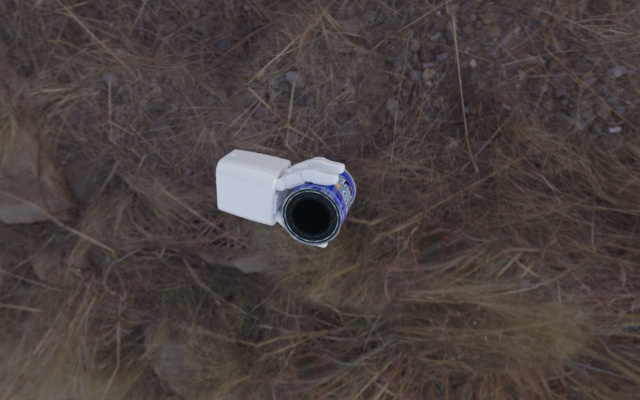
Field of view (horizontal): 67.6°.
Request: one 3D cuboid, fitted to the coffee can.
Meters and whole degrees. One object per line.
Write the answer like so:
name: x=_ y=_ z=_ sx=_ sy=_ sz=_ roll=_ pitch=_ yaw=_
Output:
coffee can: x=0.000 y=0.003 z=0.836 sx=0.103 sy=0.103 sz=0.140 roll=0 pitch=21 yaw=14
